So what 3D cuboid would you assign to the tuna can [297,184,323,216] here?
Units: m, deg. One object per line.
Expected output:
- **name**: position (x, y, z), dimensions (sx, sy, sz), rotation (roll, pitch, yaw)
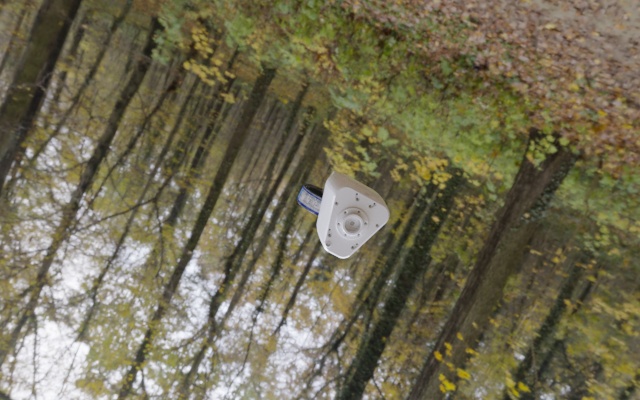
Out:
- **tuna can**: position (0.000, 0.003, 0.890), dimensions (0.086, 0.034, 0.086), rotation (26, 12, -6)
